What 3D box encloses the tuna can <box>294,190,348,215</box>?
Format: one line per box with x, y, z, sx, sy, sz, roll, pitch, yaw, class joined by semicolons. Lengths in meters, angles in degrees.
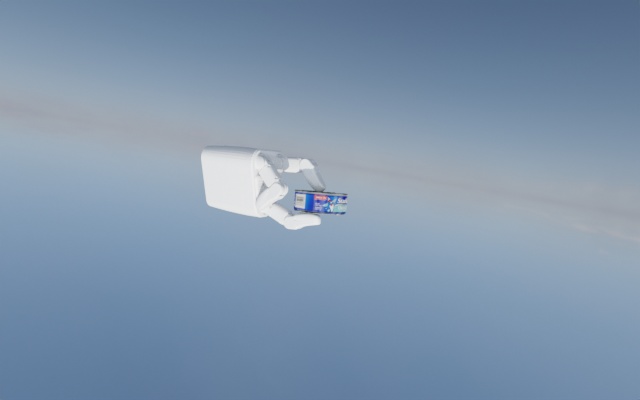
0.000;0.003;0.763;0.086;0.034;0.086;5;2;0;tuna can
